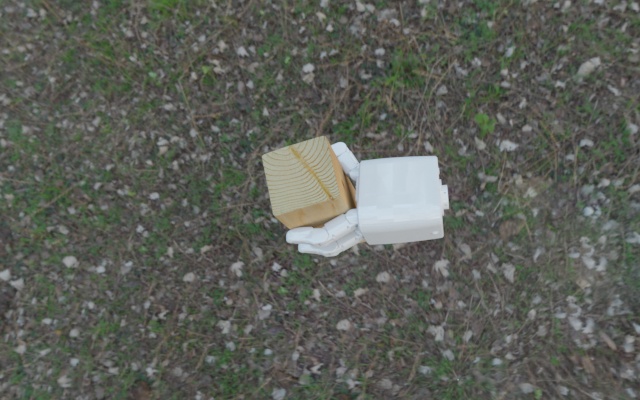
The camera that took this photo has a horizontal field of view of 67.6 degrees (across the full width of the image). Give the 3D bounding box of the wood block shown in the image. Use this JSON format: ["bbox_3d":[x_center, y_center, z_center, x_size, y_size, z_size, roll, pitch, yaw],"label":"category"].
[{"bbox_3d":[0.000,0.002,0.689,0.090,0.090,0.206,-17,-23,9],"label":"wood block"}]
